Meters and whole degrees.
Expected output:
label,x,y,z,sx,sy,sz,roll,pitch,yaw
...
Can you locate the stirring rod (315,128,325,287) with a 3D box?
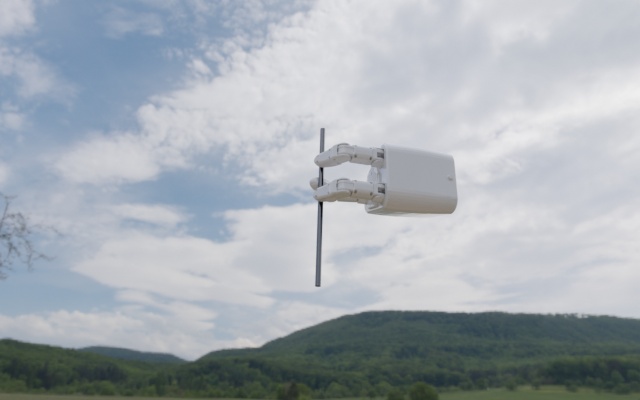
label,x,y,z,sx,sy,sz,roll,pitch,yaw
stirring rod,0.000,0.002,0.673,0.011,0.239,0.011,1,-24,1
